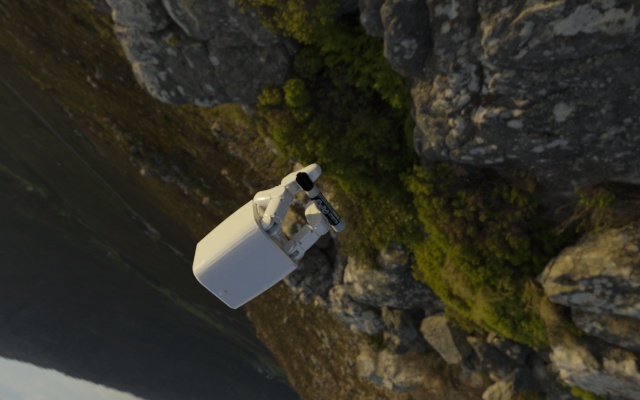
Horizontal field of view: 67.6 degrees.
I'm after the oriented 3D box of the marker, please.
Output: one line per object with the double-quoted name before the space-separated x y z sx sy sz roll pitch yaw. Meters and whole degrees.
"marker" 0.000 0.002 0.690 0.020 0.020 0.121 0 -39 40
